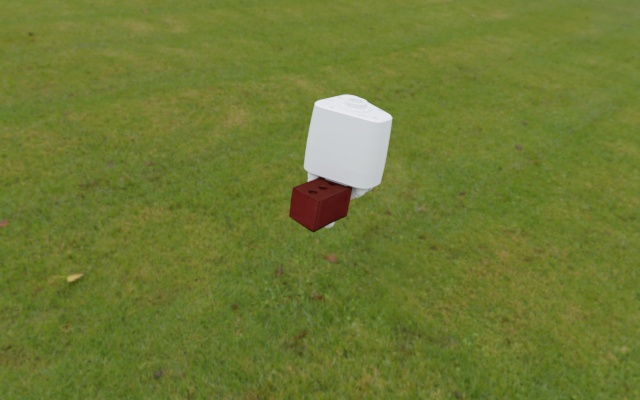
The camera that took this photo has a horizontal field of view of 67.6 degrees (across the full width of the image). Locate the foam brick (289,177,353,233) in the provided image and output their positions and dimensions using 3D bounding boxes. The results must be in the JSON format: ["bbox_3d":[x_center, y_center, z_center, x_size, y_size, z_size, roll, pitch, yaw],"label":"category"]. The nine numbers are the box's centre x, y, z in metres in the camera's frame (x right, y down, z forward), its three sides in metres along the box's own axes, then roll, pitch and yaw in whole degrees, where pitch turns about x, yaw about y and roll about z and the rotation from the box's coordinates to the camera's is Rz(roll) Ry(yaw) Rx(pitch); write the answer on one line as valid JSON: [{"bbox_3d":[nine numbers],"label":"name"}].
[{"bbox_3d":[0.000,0.002,0.698,0.053,0.051,0.078,29,35,31],"label":"foam brick"}]
